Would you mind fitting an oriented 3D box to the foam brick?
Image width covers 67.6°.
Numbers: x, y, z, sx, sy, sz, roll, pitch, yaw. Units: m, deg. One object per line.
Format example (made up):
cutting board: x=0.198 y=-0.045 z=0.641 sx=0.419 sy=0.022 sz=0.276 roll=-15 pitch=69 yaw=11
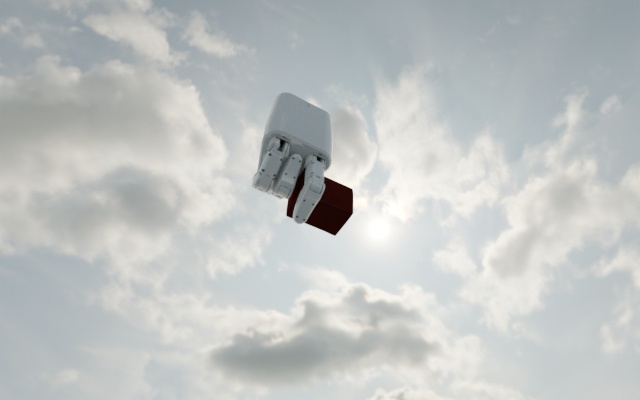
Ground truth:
foam brick: x=0.000 y=0.002 z=0.652 sx=0.078 sy=0.051 sz=0.053 roll=24 pitch=-50 yaw=-18
